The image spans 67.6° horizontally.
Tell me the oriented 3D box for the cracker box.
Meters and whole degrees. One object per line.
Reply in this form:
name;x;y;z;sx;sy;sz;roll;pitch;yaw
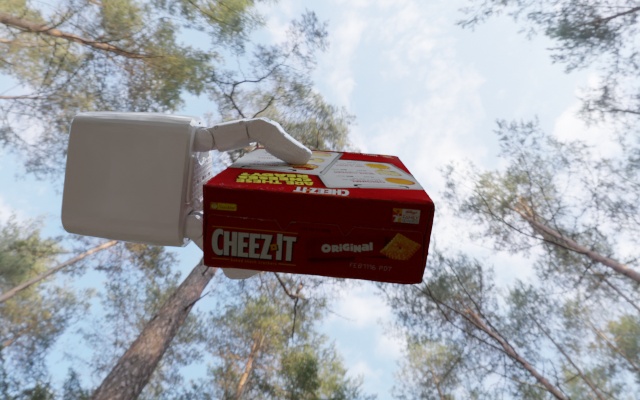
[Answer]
cracker box;0.000;0.001;0.438;0.164;0.072;0.213;4;14;1
